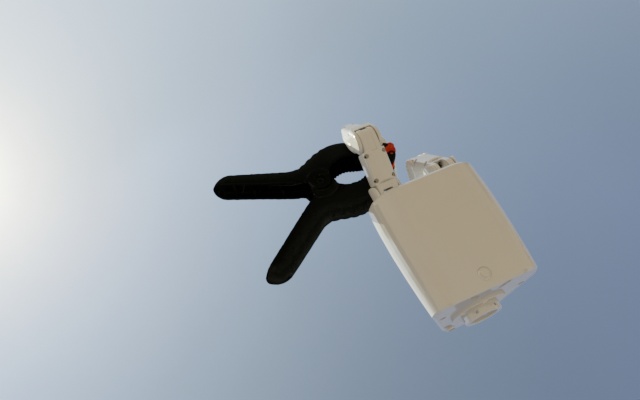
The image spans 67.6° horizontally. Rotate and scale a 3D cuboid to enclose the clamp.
[{"bbox_3d":[0.000,0.002,0.429,0.171,0.120,0.039,-21,-28,-9],"label":"clamp"}]
